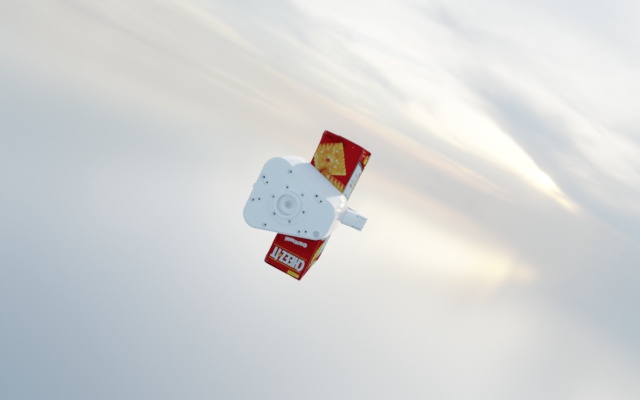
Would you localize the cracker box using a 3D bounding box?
[{"bbox_3d":[0.000,0.002,0.755,0.072,0.214,0.164,27,8,7],"label":"cracker box"}]
